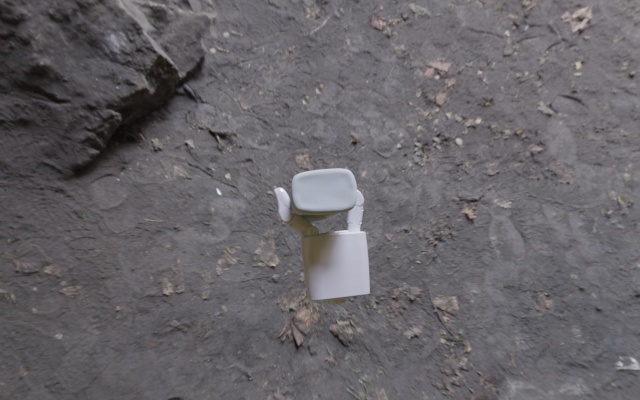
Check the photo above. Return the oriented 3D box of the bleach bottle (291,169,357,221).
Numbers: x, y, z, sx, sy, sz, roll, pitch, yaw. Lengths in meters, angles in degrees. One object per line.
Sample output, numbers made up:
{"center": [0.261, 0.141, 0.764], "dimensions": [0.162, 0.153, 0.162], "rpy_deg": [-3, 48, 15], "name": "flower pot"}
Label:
{"center": [0.000, 0.003, 0.831], "dimensions": [0.102, 0.068, 0.251], "rpy_deg": [-4, -8, -2], "name": "bleach bottle"}
